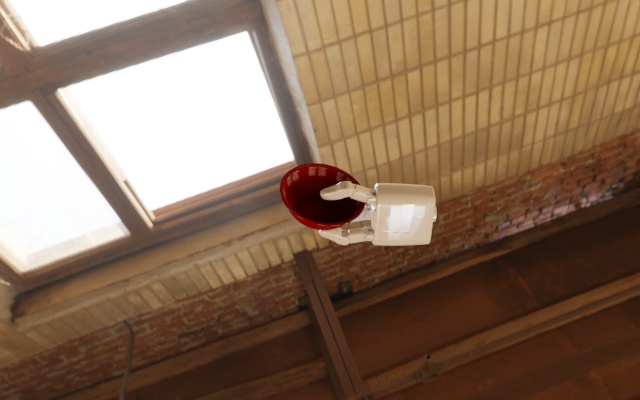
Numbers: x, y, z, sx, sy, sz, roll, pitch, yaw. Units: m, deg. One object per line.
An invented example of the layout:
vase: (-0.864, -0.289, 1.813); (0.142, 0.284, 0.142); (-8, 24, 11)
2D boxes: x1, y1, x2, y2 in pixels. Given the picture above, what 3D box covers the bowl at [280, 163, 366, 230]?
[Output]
bowl: (-0.001, 0.003, 0.898); (0.162, 0.162, 0.055); (0, -43, -15)
